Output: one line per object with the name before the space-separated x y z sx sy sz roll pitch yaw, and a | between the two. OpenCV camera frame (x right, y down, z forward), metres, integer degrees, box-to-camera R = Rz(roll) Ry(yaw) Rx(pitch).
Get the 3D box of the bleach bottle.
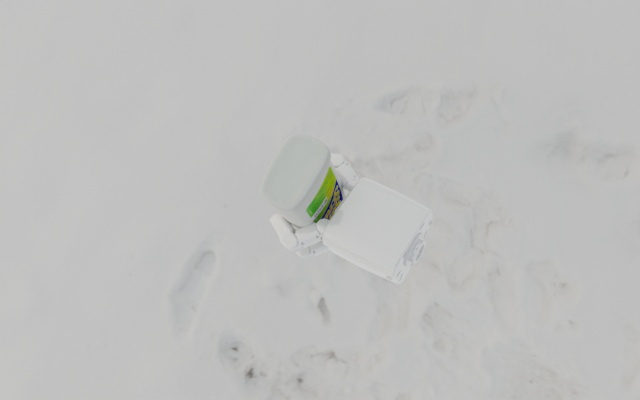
bleach bottle | 0.000 0.002 0.694 0.068 0.102 0.251 26 -9 23
